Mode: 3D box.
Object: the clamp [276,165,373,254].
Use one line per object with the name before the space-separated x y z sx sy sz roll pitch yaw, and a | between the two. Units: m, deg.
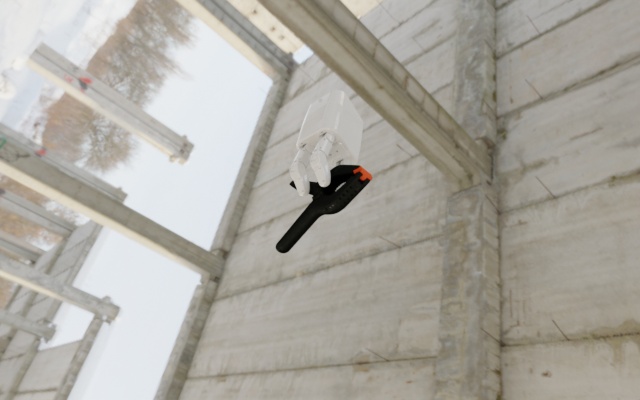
clamp | 0.001 0.003 0.829 0.036 0.164 0.210 35 -38 -30
